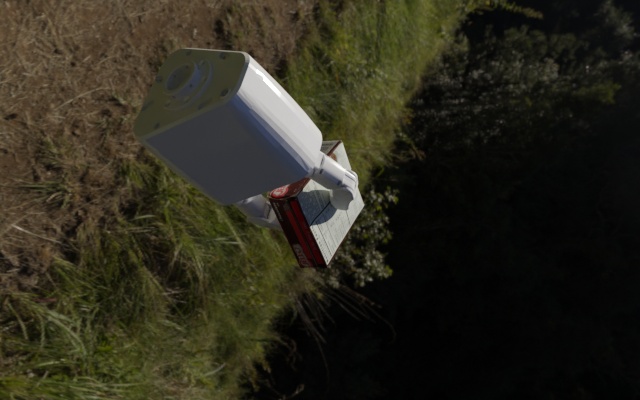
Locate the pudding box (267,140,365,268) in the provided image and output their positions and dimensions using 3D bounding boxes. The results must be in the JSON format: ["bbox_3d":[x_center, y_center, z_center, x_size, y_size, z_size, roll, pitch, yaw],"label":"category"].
[{"bbox_3d":[0.000,0.002,0.498,0.039,0.090,0.113,-1,34,33],"label":"pudding box"}]
